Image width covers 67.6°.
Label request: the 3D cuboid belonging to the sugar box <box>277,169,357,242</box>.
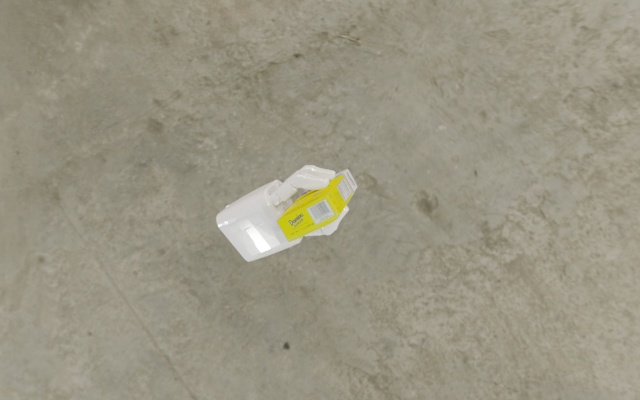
[{"bbox_3d":[0.000,0.002,0.783,0.093,0.048,0.176,-26,11,19],"label":"sugar box"}]
